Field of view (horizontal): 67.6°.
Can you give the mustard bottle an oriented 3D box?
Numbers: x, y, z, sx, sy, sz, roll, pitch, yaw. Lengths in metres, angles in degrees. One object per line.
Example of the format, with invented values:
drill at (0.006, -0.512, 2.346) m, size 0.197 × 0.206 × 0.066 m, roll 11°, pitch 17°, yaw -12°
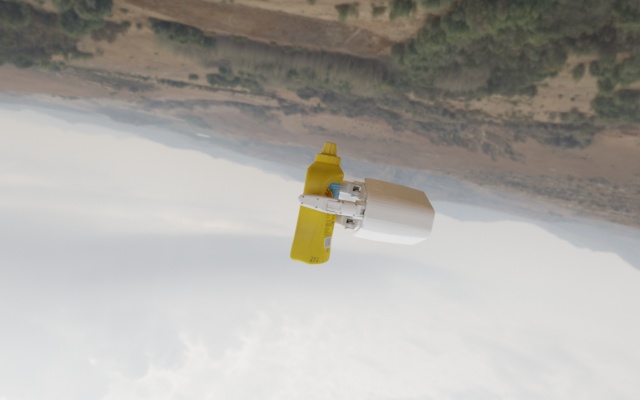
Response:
mustard bottle at (0.000, 0.003, 0.765) m, size 0.058 × 0.191 × 0.096 m, roll 12°, pitch 4°, yaw 21°
